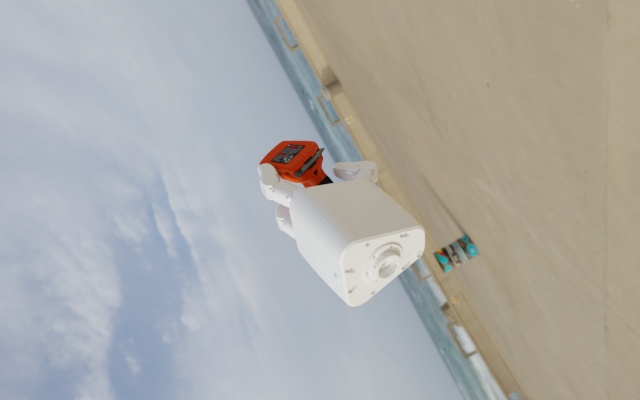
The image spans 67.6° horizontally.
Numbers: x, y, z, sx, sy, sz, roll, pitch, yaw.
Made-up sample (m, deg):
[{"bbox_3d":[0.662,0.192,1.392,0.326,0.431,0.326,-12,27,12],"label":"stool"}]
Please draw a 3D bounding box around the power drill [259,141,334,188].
[{"bbox_3d":[0.000,0.002,0.663,0.188,0.057,0.184,50,-19,-25],"label":"power drill"}]
